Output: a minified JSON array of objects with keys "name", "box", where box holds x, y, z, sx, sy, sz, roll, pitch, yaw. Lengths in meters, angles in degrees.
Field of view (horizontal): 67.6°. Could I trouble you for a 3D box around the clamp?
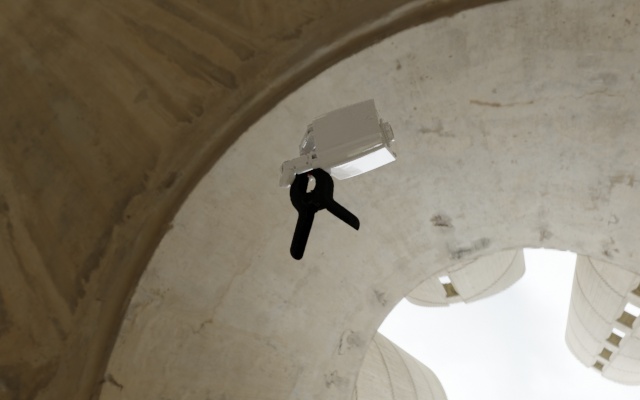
[{"name":"clamp","box":[0.000,0.003,0.761,0.120,0.171,0.039,-17,-32,18]}]
